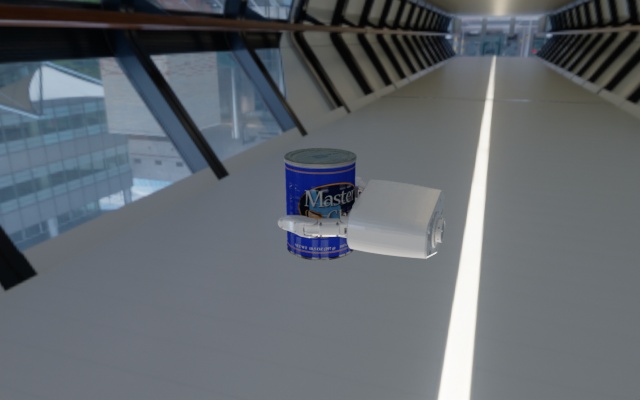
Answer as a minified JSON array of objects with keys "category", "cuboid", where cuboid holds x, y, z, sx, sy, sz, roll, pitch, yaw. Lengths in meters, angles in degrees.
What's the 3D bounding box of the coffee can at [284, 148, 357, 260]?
[{"category":"coffee can","cuboid":[0.000,0.002,0.696,0.103,0.140,0.102,0,18,0]}]
